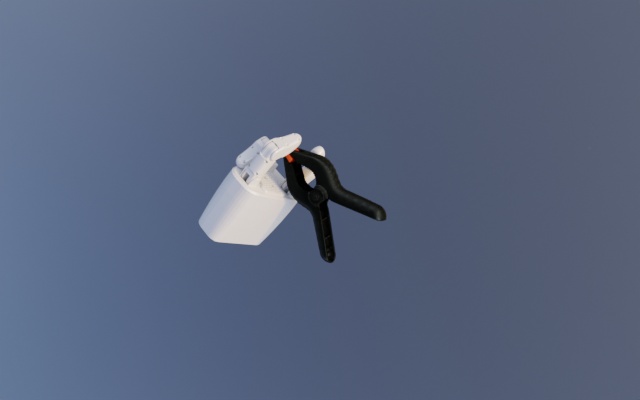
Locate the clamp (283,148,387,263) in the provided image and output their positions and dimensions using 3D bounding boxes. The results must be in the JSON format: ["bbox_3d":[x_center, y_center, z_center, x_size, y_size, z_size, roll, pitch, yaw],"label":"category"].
[{"bbox_3d":[0.000,0.002,0.675,0.171,0.120,0.039,47,23,17],"label":"clamp"}]
